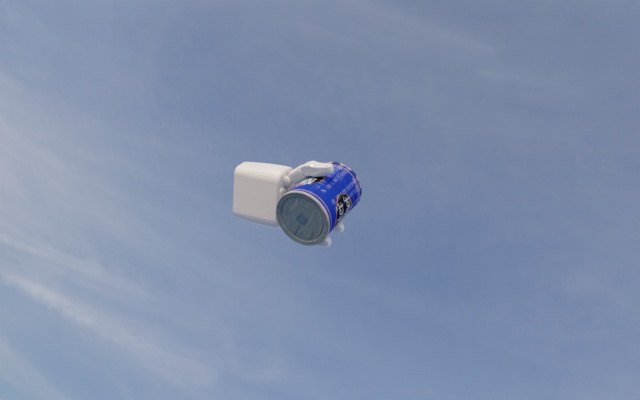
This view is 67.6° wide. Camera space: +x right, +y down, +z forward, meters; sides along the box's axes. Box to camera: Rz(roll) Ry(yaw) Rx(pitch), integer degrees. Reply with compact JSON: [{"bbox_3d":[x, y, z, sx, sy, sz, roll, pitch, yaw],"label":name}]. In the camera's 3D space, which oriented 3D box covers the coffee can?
[{"bbox_3d":[0.000,0.003,0.861,0.103,0.103,0.140,0,25,31],"label":"coffee can"}]
